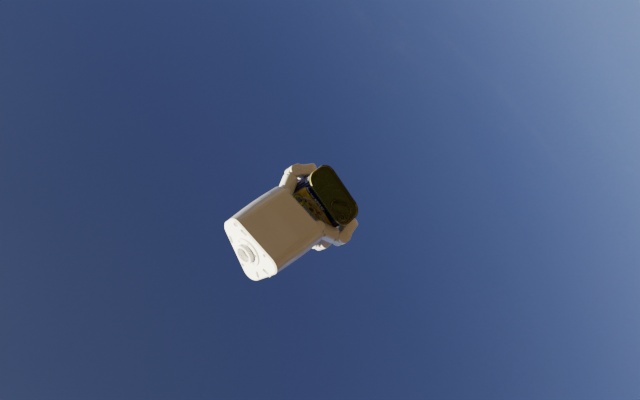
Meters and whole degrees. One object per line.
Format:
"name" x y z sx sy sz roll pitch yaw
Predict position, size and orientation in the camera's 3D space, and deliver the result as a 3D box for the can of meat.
"can of meat" 0.000 0.003 0.802 0.057 0.102 0.084 -40 8 -39
